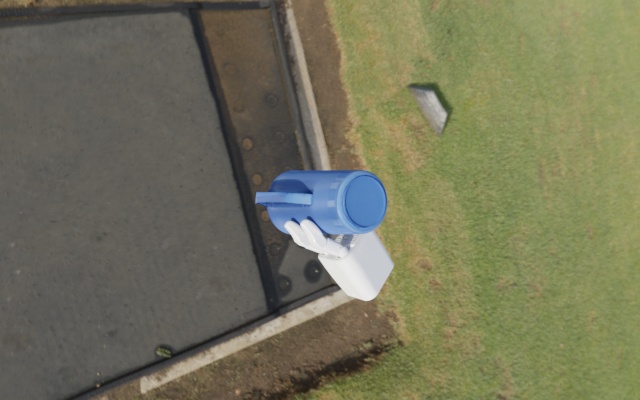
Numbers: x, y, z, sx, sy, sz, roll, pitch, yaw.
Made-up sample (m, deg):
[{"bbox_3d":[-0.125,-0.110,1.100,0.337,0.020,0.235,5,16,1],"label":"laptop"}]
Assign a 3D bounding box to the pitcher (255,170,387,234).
[{"bbox_3d":[0.000,0.003,0.886,0.149,0.145,0.243,-43,21,-25],"label":"pitcher"}]
